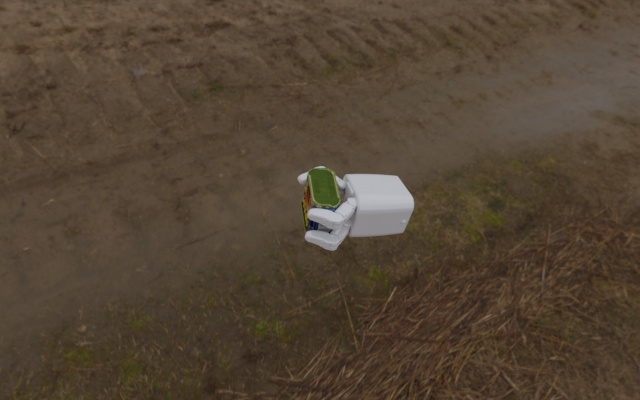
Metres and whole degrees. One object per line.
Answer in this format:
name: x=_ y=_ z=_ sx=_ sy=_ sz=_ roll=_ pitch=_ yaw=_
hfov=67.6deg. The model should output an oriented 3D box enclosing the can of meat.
can of meat: x=0.000 y=0.003 z=0.866 sx=0.057 sy=0.102 sz=0.084 roll=0 pitch=-43 yaw=-11
